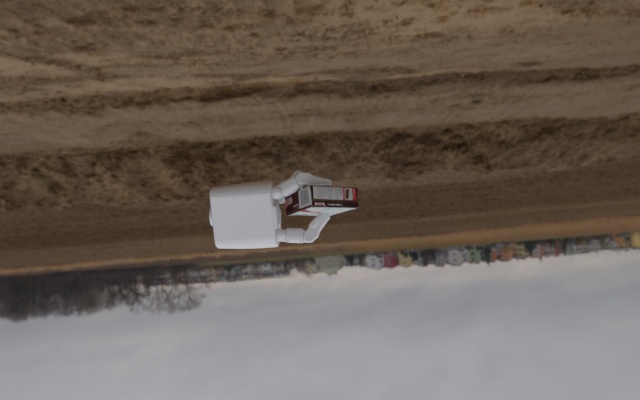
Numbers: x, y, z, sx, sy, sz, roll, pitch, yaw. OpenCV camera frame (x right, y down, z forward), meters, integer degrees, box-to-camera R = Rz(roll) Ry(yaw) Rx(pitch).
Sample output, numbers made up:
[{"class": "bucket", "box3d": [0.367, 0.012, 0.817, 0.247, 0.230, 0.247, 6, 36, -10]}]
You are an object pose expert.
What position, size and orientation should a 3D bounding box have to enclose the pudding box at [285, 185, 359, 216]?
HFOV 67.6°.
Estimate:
[{"class": "pudding box", "box3d": [0.000, 0.003, 0.821, 0.090, 0.039, 0.113, 1, -8, -26]}]
